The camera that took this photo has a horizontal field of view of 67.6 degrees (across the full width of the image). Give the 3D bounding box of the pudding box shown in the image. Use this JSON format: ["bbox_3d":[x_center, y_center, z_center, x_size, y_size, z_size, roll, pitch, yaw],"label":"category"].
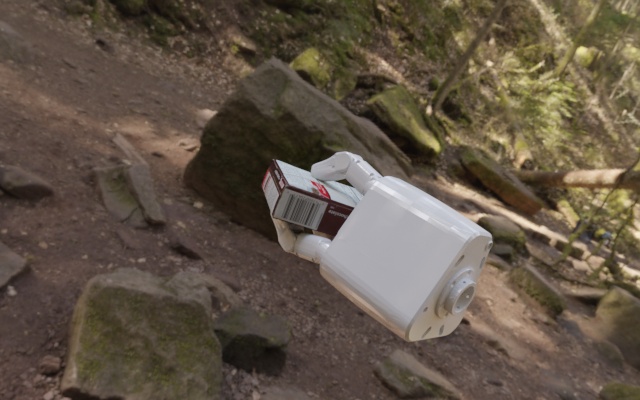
[{"bbox_3d":[0.000,0.002,0.501,0.113,0.039,0.090,20,14,-21],"label":"pudding box"}]
